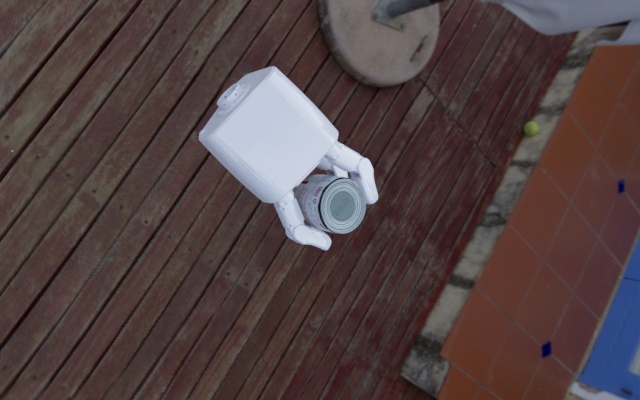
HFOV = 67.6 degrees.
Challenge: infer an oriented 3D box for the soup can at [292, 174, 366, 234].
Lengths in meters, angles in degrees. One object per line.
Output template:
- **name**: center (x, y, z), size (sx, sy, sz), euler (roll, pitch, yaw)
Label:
- **soup can**: center (0.001, 0.002, 0.593), size (0.068, 0.068, 0.102), euler (0, 5, -33)
